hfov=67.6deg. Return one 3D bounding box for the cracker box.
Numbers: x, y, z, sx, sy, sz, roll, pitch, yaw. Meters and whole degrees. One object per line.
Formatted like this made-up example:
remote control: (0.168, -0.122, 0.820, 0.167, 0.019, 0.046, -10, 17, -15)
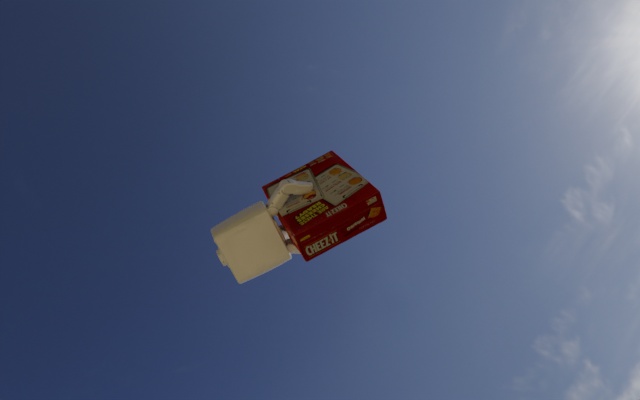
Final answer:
cracker box: (0.000, 0.003, 0.884, 0.164, 0.072, 0.213, -28, 32, -8)
